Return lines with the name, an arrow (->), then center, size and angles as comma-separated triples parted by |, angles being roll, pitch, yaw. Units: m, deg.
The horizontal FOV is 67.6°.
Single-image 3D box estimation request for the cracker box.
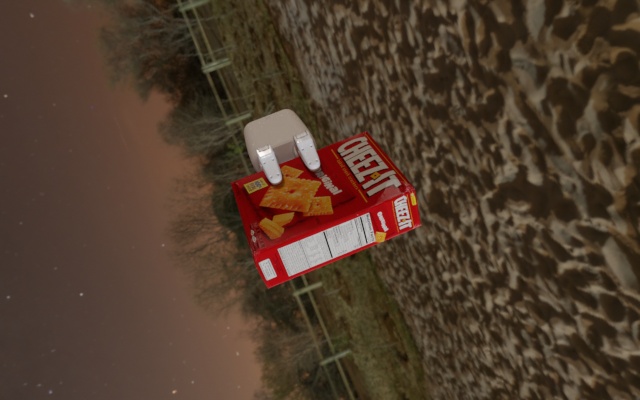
cracker box -> 0.000, 0.002, 0.641 | 0.213, 0.072, 0.164 | -22, 39, -5
